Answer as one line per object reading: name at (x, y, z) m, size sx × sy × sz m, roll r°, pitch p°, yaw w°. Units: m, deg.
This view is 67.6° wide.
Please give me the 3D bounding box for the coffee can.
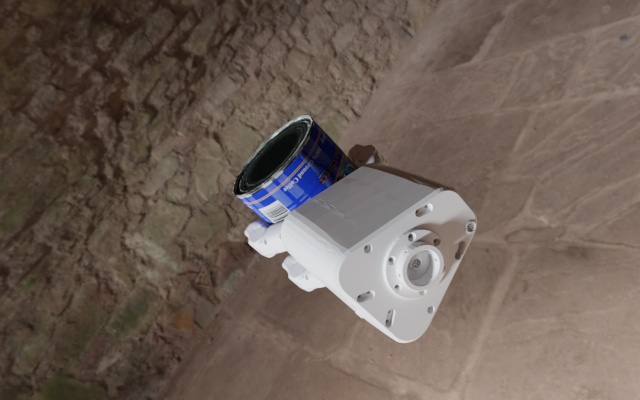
coffee can at (0.000, 0.002, 0.471) m, size 0.140 × 0.102 × 0.103 m, roll 44°, pitch -22°, yaw -24°
